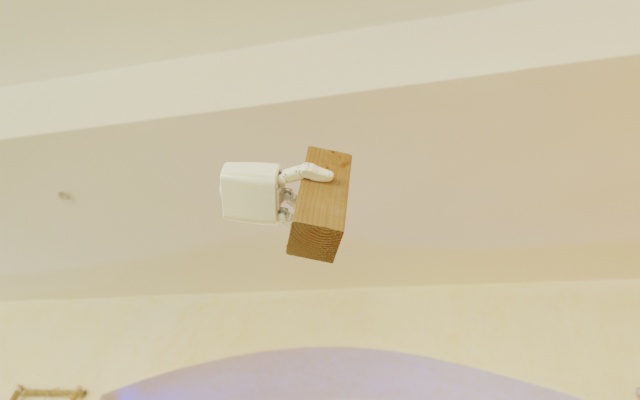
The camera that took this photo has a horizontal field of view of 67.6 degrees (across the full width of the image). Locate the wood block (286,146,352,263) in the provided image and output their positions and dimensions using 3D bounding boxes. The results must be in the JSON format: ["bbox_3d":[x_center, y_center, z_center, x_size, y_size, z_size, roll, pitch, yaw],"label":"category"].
[{"bbox_3d":[0.000,0.003,0.890,0.090,0.206,0.091,12,-45,-3],"label":"wood block"}]
